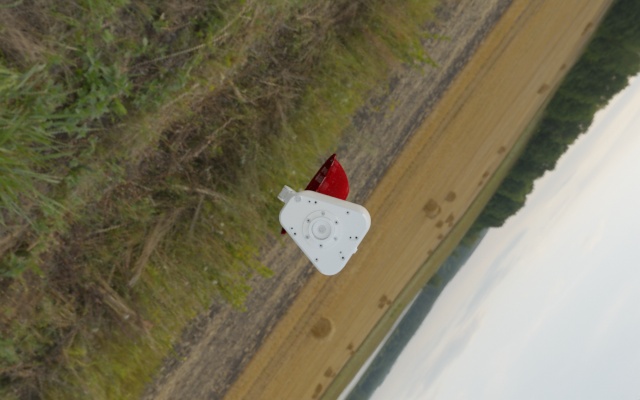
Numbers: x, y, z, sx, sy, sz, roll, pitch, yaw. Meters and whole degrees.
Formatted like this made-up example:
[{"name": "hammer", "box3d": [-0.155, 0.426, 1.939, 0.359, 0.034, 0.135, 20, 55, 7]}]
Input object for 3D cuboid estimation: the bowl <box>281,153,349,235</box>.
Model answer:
[{"name": "bowl", "box3d": [0.001, 0.002, 0.799, 0.055, 0.162, 0.162, 34, -6, -8]}]
